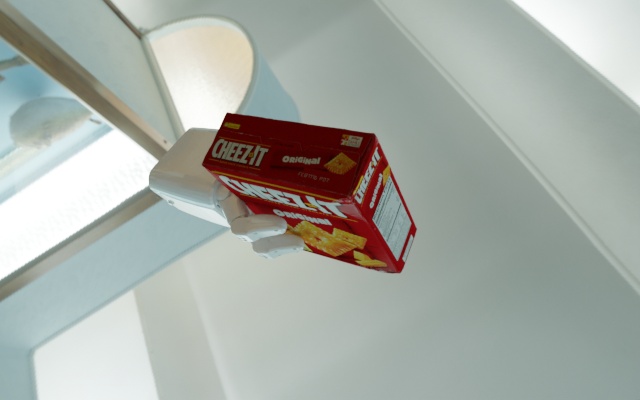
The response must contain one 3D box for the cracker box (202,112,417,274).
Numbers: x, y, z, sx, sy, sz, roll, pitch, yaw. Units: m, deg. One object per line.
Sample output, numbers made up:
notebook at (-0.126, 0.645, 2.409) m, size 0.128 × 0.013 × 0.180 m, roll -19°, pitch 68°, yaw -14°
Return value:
cracker box at (0.000, 0.002, 0.516) m, size 0.164 × 0.072 × 0.214 m, roll 12°, pitch -20°, yaw 27°
